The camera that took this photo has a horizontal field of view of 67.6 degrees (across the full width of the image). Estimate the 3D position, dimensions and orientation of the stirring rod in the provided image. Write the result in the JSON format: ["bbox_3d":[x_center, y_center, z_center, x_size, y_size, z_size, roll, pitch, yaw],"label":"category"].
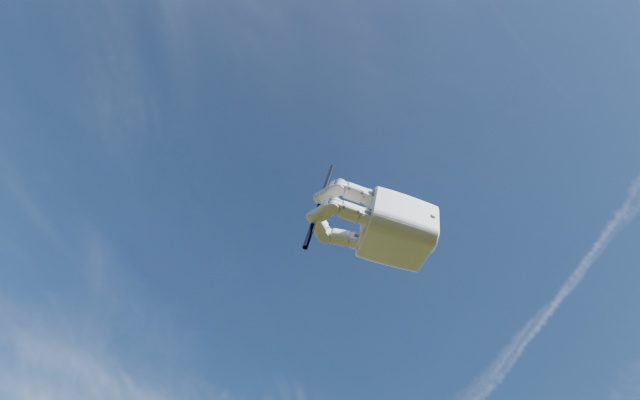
[{"bbox_3d":[0.000,0.003,0.786,0.011,0.011,0.239,0,33,13],"label":"stirring rod"}]
